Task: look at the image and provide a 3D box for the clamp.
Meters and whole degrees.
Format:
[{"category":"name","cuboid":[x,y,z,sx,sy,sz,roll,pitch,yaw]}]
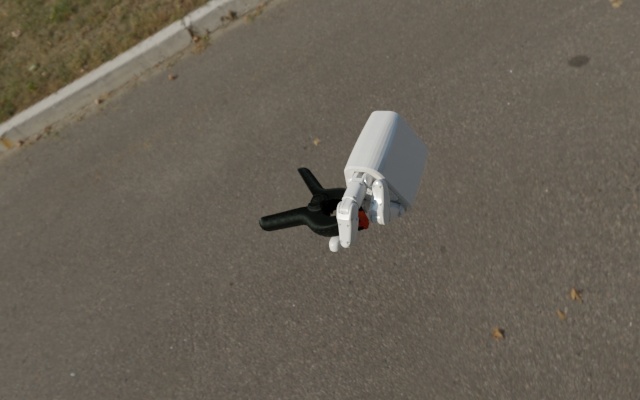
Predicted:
[{"category":"clamp","cuboid":[0.000,0.002,0.695,0.171,0.120,0.039,7,-29,32]}]
